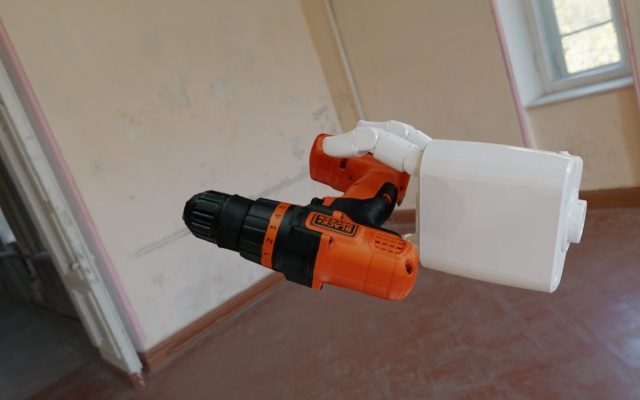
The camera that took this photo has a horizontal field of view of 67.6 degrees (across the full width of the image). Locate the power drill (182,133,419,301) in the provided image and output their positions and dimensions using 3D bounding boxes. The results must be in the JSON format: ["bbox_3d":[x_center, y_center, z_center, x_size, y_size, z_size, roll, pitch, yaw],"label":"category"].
[{"bbox_3d":[0.000,0.001,0.420,0.184,0.057,0.187,17,32,9],"label":"power drill"}]
